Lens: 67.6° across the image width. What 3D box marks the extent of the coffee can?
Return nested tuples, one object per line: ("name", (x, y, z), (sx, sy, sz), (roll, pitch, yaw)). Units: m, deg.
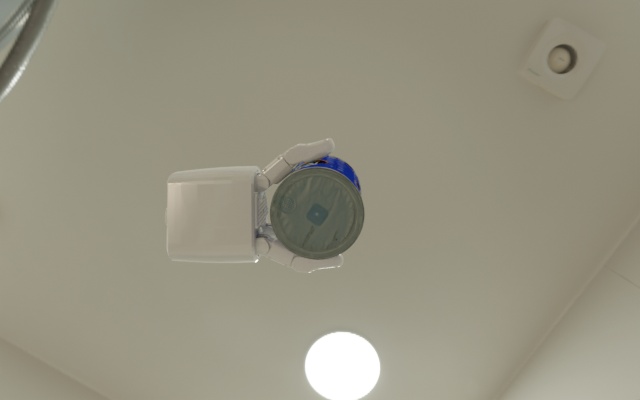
("coffee can", (0.000, 0.002, 0.581), (0.103, 0.103, 0.140), (0, 11, 3))
